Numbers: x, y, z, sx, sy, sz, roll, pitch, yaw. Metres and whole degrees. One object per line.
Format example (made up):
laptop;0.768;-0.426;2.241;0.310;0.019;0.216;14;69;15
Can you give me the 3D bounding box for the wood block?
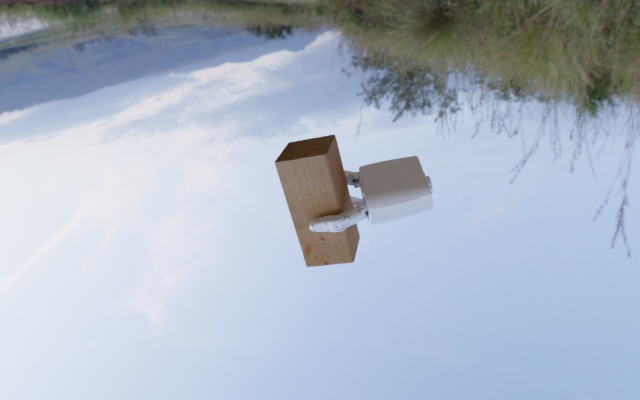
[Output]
wood block;0.000;0.003;0.829;0.090;0.206;0.090;-8;26;17
